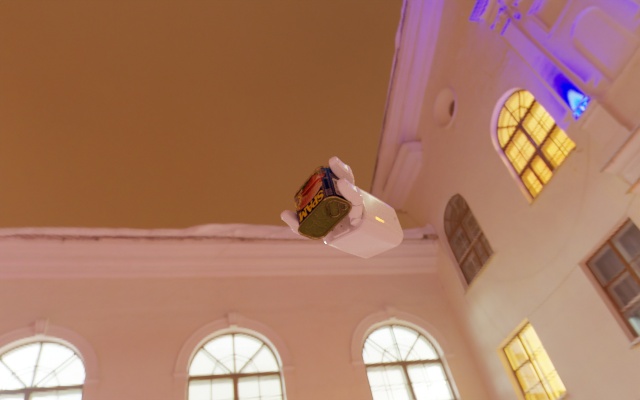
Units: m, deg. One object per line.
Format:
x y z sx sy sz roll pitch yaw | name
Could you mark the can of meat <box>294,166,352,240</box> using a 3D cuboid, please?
0.000 0.003 0.825 0.057 0.083 0.102 22 -54 -31 | can of meat
